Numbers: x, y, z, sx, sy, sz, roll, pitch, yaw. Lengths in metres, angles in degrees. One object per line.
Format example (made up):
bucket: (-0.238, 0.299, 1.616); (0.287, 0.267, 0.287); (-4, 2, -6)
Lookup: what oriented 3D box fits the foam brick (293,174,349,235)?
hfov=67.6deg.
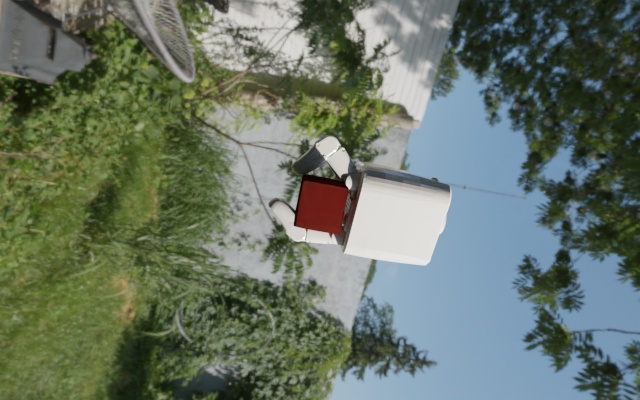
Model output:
foam brick: (0.000, 0.002, 0.538); (0.051, 0.053, 0.078); (12, 9, -3)
